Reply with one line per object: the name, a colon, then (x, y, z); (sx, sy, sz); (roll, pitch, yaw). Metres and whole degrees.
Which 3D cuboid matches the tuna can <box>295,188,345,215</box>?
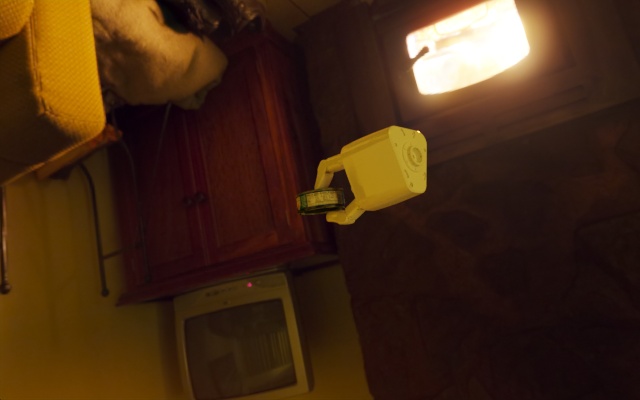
tuna can: (0.000, 0.003, 0.838); (0.086, 0.033, 0.086); (-8, -8, -1)
